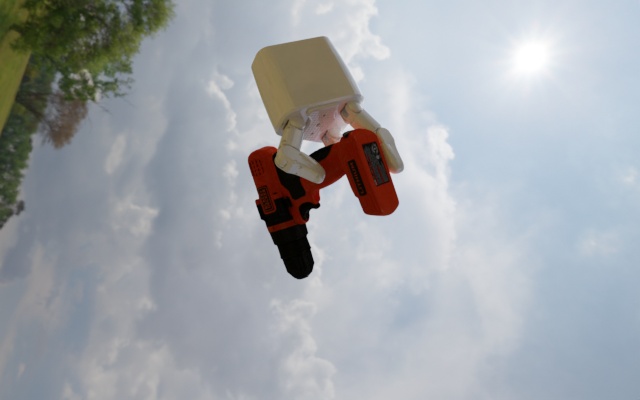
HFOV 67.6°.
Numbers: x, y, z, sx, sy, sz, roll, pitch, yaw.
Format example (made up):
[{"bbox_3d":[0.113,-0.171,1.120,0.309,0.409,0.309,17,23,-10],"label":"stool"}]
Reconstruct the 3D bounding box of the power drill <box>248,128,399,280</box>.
[{"bbox_3d":[0.000,0.002,0.599,0.188,0.184,0.057,-17,4,36],"label":"power drill"}]
